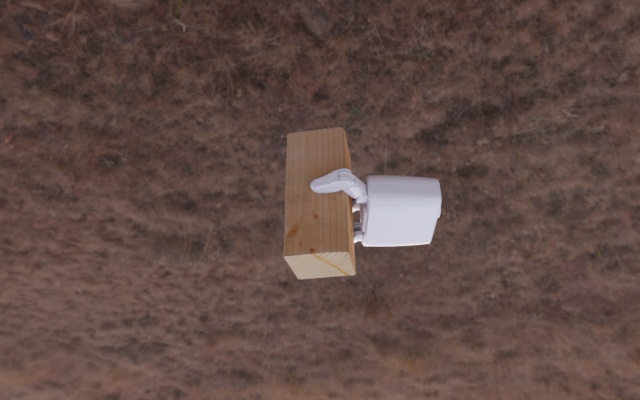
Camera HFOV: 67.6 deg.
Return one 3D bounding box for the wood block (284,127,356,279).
[{"bbox_3d":[0.000,0.002,0.717,0.090,0.206,0.091,-5,-30,8],"label":"wood block"}]
